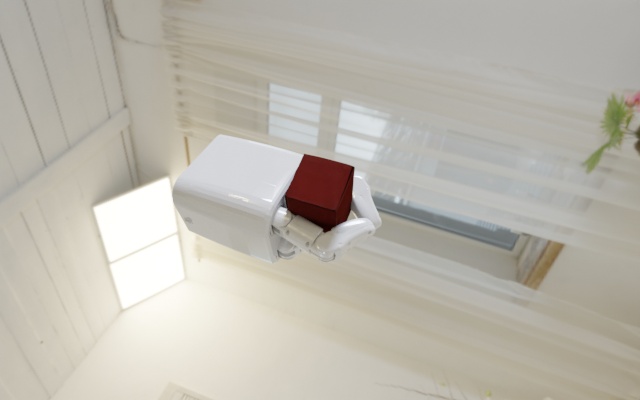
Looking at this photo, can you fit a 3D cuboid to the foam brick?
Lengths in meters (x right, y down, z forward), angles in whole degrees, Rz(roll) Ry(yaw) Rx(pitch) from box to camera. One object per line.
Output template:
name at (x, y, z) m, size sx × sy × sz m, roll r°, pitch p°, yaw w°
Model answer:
foam brick at (0.000, 0.001, 0.465) m, size 0.051 × 0.053 × 0.078 m, roll 18°, pitch -29°, yaw 11°
